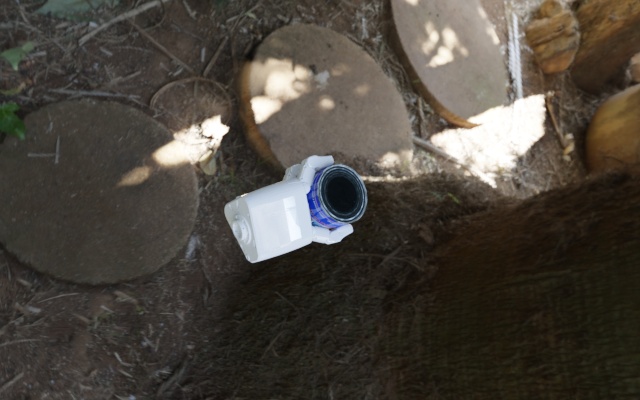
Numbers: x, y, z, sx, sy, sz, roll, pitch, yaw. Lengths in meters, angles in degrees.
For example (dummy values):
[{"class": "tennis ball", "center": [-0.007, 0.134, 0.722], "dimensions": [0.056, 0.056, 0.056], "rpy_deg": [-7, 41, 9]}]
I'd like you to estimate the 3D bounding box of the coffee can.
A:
[{"class": "coffee can", "center": [0.000, 0.003, 0.853], "dimensions": [0.103, 0.103, 0.140], "rpy_deg": [0, -12, -34]}]
